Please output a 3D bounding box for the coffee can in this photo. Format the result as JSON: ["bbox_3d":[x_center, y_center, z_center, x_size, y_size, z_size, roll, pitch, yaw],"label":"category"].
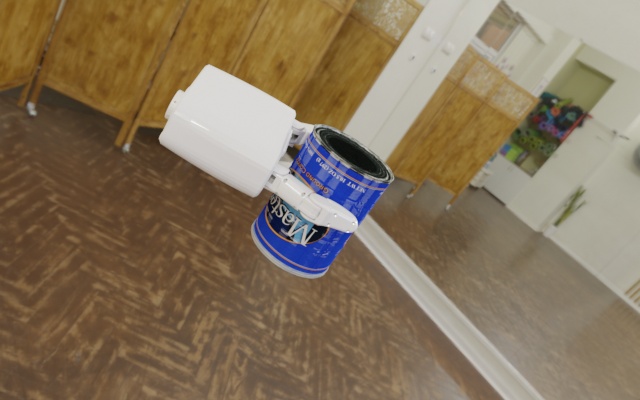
[{"bbox_3d":[0.000,0.002,0.534,0.103,0.140,0.102,29,22,-13],"label":"coffee can"}]
